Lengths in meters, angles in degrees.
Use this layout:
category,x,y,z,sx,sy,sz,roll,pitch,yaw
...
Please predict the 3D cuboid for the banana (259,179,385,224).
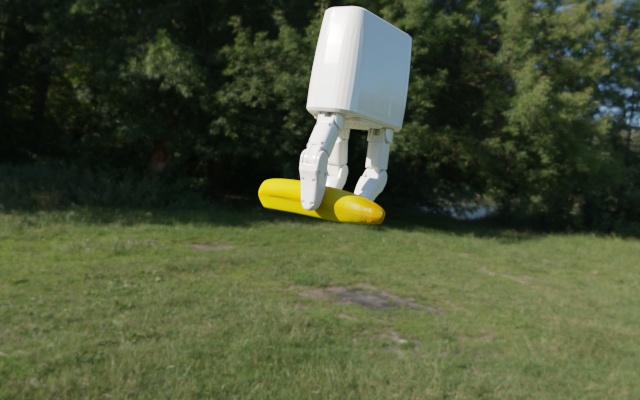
category,x,y,z,sx,sy,sz,roll,pitch,yaw
banana,-0.017,-0.002,0.532,0.069,0.037,0.198,12,-3,-37
